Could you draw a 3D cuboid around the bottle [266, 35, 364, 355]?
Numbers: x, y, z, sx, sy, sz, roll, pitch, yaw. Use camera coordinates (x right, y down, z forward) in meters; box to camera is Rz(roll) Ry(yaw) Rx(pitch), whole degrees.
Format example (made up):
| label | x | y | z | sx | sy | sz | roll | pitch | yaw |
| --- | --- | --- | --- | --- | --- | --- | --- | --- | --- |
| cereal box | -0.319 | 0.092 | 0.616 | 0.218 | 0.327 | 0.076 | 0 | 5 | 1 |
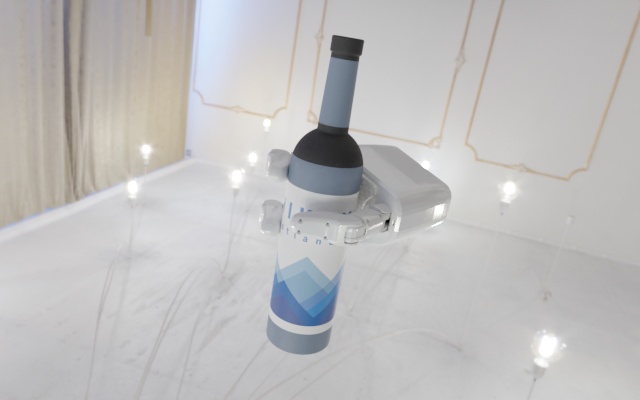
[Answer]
| label | x | y | z | sx | sy | sz | roll | pitch | yaw |
| --- | --- | --- | --- | --- | --- | --- | --- | --- | --- |
| bottle | 0.000 | 0.002 | 0.445 | 0.069 | 0.296 | 0.069 | 9 | 19 | -3 |
